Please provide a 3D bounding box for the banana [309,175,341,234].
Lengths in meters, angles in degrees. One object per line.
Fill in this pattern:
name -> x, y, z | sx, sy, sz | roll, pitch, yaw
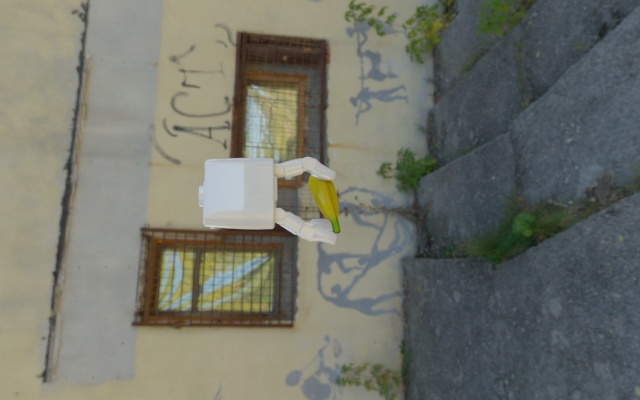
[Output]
banana -> 0.001, -0.013, 0.812 | 0.037, 0.070, 0.197 | -2, 22, -8
